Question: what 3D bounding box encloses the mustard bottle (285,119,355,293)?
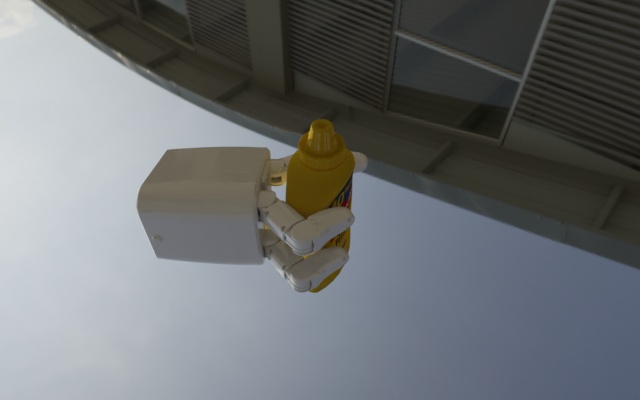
[{"bbox_3d":[0.000,0.002,0.465,0.058,0.192,0.096,20,51,17],"label":"mustard bottle"}]
